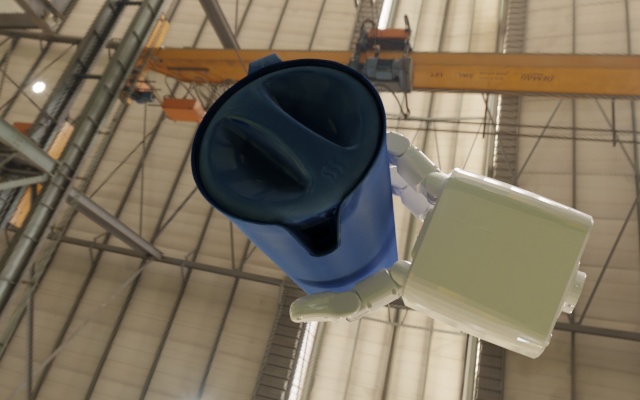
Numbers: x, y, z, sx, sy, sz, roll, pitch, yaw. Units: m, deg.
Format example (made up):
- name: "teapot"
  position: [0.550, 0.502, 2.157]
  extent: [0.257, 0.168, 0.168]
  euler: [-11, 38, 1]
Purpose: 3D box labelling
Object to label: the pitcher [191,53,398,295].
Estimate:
- name: "pitcher"
  position: [0.000, 0.001, 0.414]
  extent: [0.145, 0.149, 0.243]
  euler: [19, -22, 23]
